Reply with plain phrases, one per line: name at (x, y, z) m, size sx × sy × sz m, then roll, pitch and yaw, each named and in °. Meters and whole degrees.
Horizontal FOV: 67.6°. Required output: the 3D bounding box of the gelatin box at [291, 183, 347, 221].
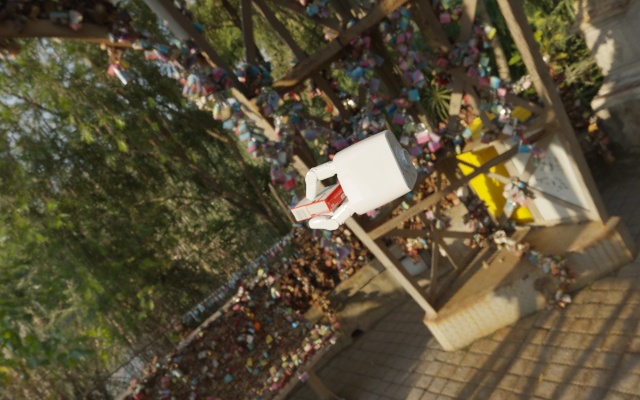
gelatin box at (0.000, 0.003, 0.900) m, size 0.089 × 0.030 × 0.073 m, roll -16°, pitch 18°, yaw 39°
